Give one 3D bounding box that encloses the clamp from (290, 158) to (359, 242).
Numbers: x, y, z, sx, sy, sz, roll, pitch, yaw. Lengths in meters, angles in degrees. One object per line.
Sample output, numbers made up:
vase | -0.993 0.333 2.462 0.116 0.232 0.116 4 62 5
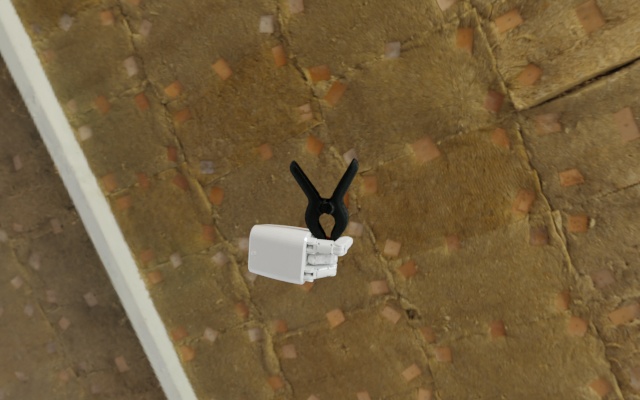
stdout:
clamp | 0.000 0.003 0.853 0.120 0.171 0.039 8 14 10
